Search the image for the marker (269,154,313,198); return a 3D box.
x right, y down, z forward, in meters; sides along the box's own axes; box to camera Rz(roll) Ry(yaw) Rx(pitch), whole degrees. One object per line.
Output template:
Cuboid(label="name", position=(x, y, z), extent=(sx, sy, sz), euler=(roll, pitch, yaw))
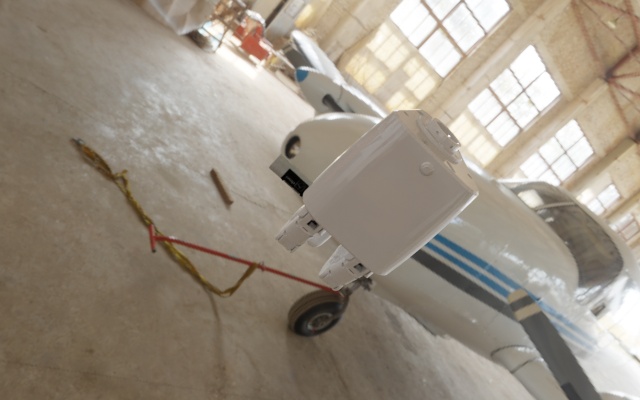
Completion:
Cuboid(label="marker", position=(0.000, 0.002, 0.469), extent=(0.121, 0.020, 0.020), euler=(42, -7, -7))
